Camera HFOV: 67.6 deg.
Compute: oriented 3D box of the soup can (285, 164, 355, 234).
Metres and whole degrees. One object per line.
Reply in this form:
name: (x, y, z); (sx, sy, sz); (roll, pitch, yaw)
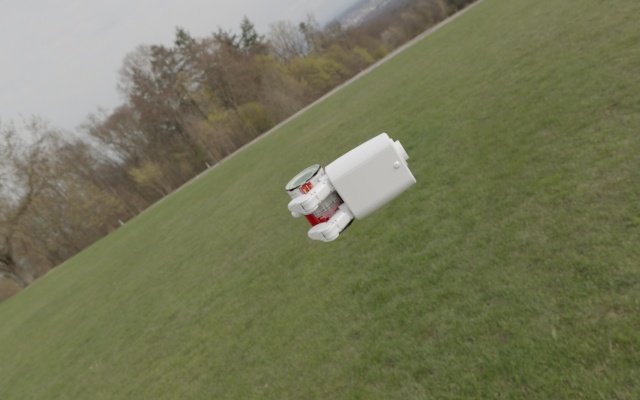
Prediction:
soup can: (0.000, 0.002, 0.758); (0.068, 0.102, 0.068); (-32, 17, 11)
